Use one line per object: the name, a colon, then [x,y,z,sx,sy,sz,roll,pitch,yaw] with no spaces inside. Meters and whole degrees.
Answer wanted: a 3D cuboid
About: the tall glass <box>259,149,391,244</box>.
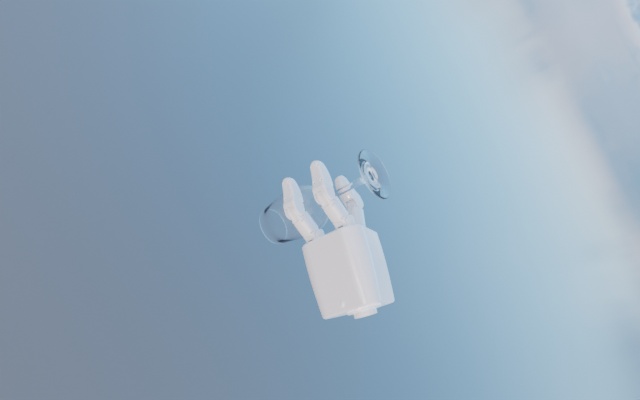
tall glass: [0.001,0.002,0.701,0.201,0.079,0.079,-27,-16,33]
